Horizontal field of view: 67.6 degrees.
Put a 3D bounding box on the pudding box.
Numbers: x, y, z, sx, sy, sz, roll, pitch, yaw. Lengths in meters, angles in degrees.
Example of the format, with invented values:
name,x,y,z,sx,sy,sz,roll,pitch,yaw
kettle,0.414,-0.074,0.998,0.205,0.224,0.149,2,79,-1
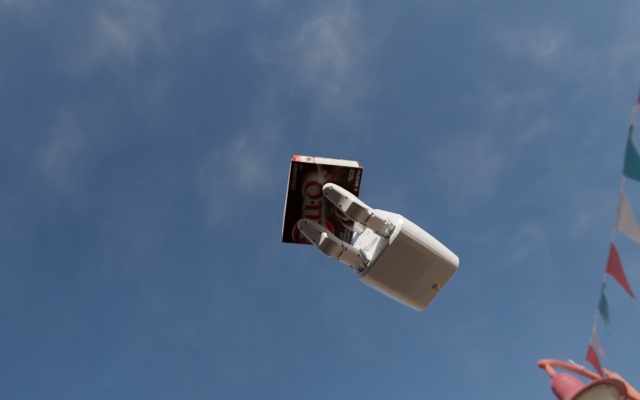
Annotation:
name,x,y,z,sx,sy,sz,roll,pitch,yaw
pudding box,0.000,0.002,0.610,0.090,0.113,0.039,5,17,-8
